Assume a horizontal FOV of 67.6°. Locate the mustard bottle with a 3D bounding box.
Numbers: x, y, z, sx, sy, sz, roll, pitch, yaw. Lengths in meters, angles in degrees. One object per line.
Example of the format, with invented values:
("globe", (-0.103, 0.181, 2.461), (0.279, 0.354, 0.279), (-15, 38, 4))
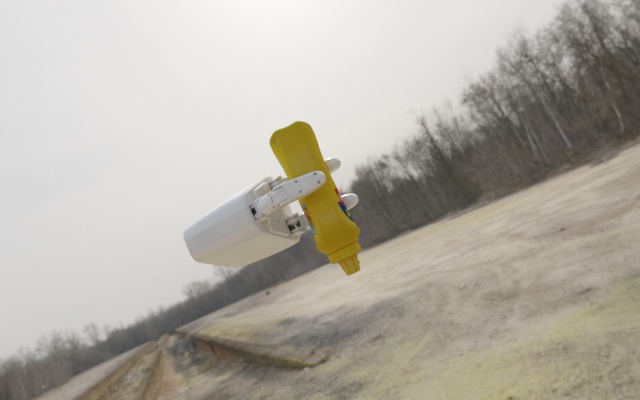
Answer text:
("mustard bottle", (0.000, 0.002, 0.589), (0.058, 0.191, 0.096), (-24, -6, -2))
